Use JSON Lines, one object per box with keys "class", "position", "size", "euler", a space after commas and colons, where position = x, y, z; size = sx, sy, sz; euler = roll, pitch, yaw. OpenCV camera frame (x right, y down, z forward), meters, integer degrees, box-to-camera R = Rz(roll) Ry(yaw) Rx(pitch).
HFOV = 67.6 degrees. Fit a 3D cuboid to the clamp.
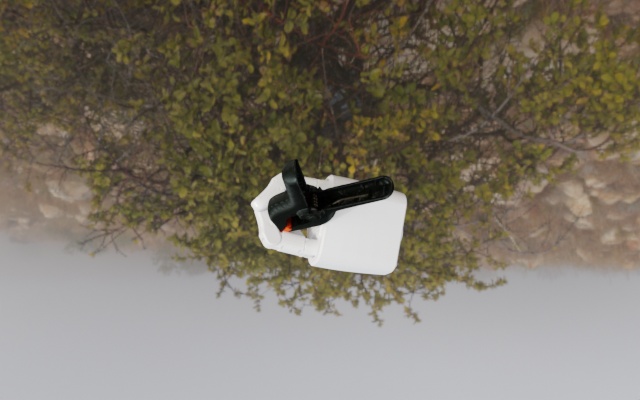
{"class": "clamp", "position": [0.000, 0.002, 0.530], "size": [0.120, 0.039, 0.171], "euler": [11, -20, -15]}
